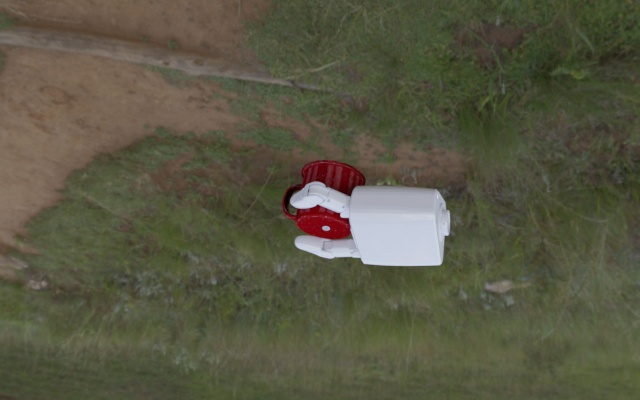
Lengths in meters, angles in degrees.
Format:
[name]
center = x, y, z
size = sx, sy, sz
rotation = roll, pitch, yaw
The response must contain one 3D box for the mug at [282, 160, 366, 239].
[mug]
center = -0.001, 0.002, 0.665
size = 0.117, 0.081, 0.093
rotation = 1, -27, 20
